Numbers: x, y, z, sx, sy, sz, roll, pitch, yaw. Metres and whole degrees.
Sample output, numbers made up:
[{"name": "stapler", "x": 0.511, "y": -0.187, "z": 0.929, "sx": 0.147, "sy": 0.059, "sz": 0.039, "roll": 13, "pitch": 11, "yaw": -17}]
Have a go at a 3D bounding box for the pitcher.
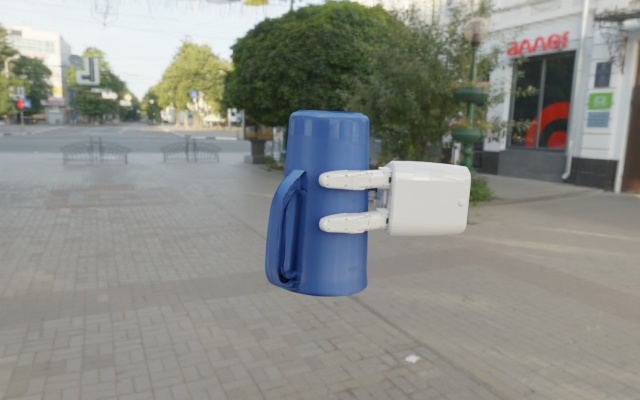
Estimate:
[{"name": "pitcher", "x": 0.000, "y": 0.002, "z": 0.651, "sx": 0.145, "sy": 0.243, "sz": 0.149, "roll": 2, "pitch": 9, "yaw": -6}]
